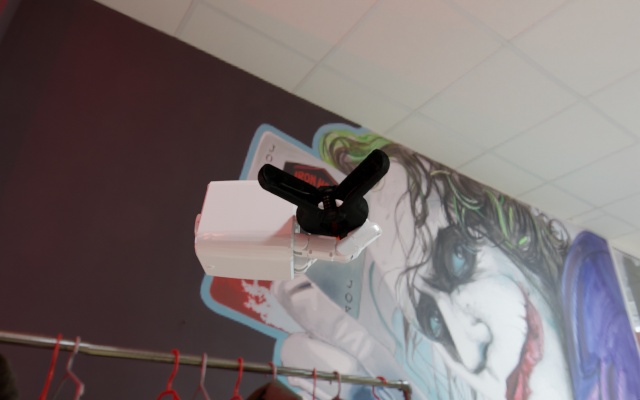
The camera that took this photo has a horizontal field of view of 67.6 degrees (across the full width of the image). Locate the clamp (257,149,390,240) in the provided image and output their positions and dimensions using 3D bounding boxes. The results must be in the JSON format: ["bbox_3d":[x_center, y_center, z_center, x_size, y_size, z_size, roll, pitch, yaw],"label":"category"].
[{"bbox_3d":[0.000,0.001,0.494,0.120,0.039,0.172,2,-29,-2],"label":"clamp"}]
